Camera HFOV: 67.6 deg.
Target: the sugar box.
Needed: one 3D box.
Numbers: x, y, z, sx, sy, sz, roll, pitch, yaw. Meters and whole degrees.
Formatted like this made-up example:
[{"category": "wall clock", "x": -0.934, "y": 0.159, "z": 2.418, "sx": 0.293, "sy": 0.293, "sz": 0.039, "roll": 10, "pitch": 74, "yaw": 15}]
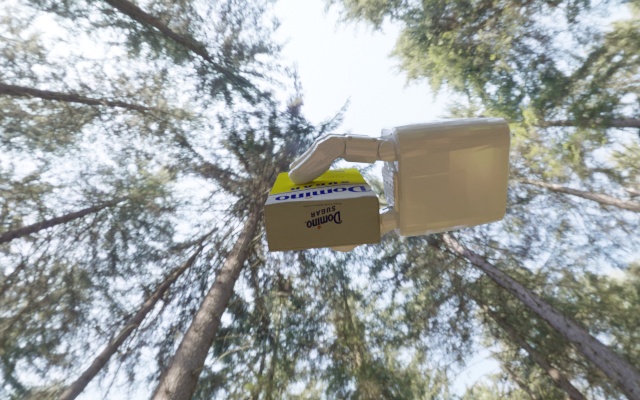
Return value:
[{"category": "sugar box", "x": 0.000, "y": 0.001, "z": 0.459, "sx": 0.093, "sy": 0.048, "sz": 0.176, "roll": -5, "pitch": 9, "yaw": -1}]
